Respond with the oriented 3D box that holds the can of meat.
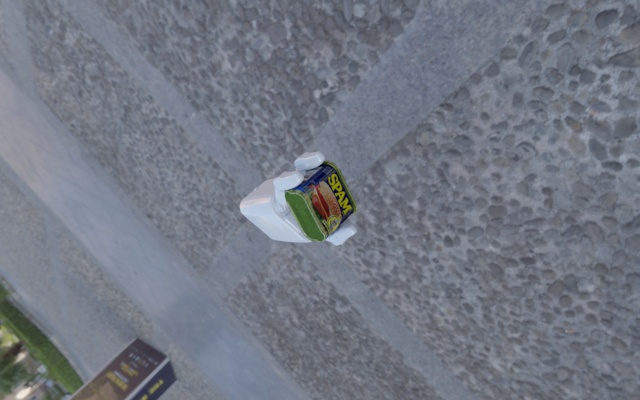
[{"bbox_3d":[0.000,0.003,0.750,0.057,0.102,0.084,1,36,48],"label":"can of meat"}]
